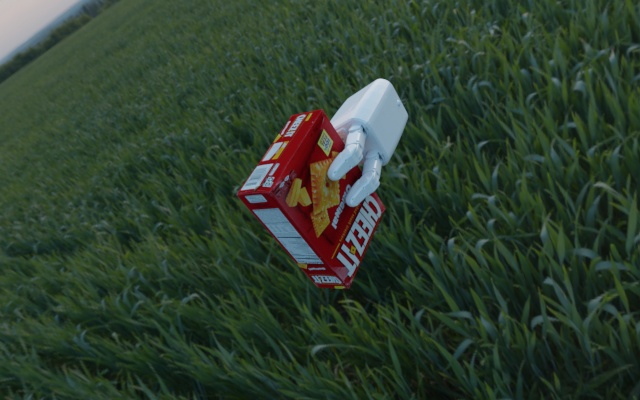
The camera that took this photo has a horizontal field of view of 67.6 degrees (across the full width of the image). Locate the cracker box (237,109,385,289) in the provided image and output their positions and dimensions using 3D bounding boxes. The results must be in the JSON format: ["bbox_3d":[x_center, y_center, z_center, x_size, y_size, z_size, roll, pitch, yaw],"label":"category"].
[{"bbox_3d":[0.000,0.002,0.701,0.072,0.164,0.214,-3,-44,41],"label":"cracker box"}]
